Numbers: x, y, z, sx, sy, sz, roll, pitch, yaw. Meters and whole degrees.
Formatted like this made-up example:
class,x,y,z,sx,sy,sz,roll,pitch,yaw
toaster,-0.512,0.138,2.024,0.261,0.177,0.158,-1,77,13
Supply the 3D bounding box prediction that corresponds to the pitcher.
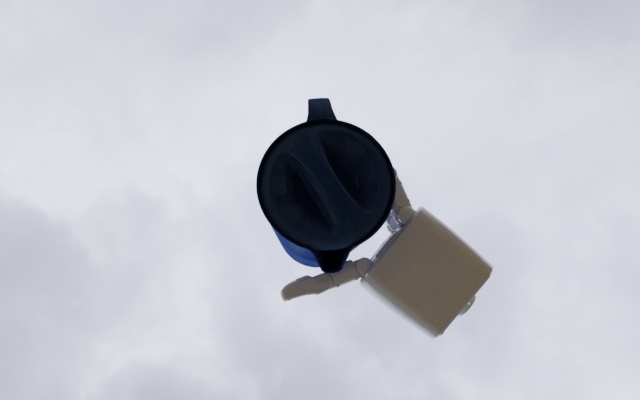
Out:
class,x,y,z,sx,sy,sz,roll,pitch,yaw
pitcher,0.000,0.002,0.566,0.145,0.149,0.243,39,-13,7
